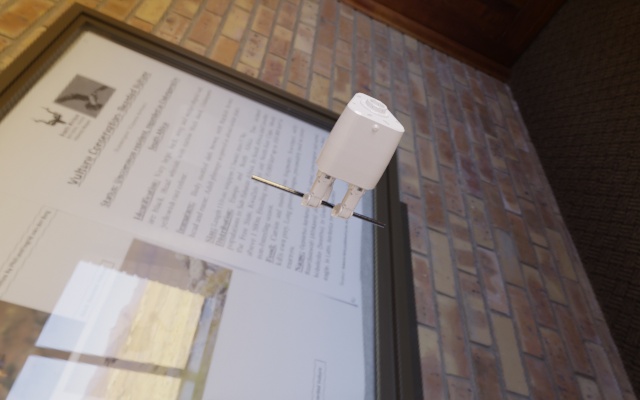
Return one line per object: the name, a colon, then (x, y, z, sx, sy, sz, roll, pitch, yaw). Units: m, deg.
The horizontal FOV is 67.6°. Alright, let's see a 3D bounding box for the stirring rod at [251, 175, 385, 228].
stirring rod: (0.000, 0.003, 0.791, 0.239, 0.011, 0.011, 20, -5, -14)
